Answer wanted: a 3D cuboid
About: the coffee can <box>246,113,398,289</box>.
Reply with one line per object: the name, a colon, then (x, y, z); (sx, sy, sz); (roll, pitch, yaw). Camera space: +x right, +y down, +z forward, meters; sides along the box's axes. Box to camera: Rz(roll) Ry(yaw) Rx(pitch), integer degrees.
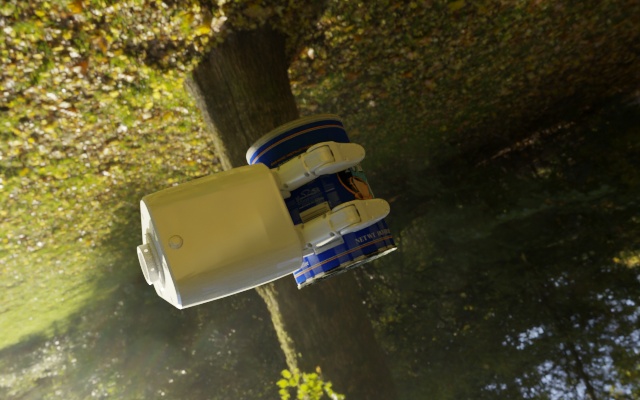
coffee can: (0.000, 0.001, 0.468); (0.103, 0.140, 0.103); (-22, -11, -4)
